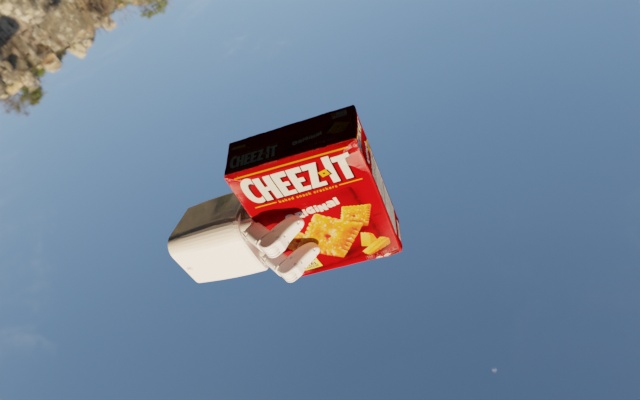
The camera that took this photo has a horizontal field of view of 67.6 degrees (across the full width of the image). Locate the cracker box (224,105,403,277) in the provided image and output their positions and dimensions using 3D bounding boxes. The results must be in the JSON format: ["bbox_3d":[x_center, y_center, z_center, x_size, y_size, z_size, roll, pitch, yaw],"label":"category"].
[{"bbox_3d":[0.000,0.002,0.614,0.164,0.072,0.214,-15,-46,14],"label":"cracker box"}]
